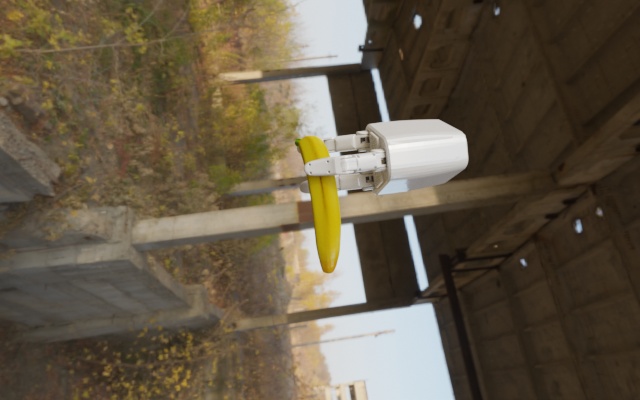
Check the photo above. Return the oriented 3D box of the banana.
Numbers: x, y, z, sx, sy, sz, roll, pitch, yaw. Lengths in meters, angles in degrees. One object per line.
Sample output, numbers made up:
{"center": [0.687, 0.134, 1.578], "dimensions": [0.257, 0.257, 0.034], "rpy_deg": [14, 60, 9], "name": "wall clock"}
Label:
{"center": [0.001, -0.008, 0.618], "dimensions": [0.037, 0.197, 0.070], "rpy_deg": [-8, -20, -9], "name": "banana"}
